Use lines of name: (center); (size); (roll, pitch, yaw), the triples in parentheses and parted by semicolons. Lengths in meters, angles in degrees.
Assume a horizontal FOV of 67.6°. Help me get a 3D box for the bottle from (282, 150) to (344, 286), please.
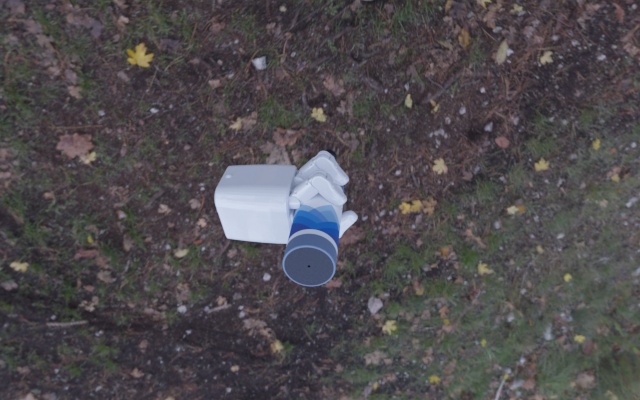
bottle: (0.000, 0.002, 0.712); (0.069, 0.069, 0.295); (0, 33, 7)
